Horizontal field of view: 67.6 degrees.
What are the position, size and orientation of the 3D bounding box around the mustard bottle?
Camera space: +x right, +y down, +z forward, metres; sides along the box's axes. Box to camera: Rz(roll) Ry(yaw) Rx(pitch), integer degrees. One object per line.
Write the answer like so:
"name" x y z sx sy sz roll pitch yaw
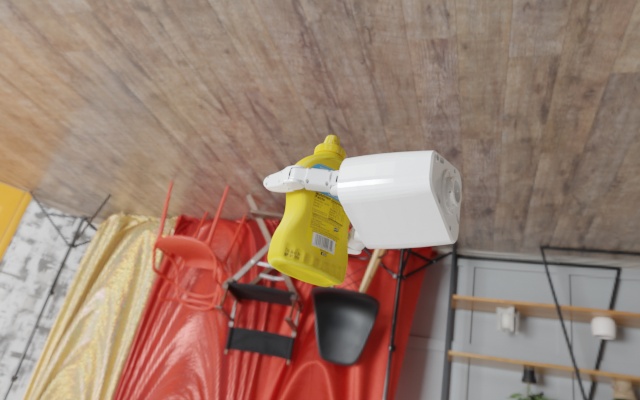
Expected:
"mustard bottle" 0.000 0.002 0.590 0.096 0.191 0.058 26 -29 -28
